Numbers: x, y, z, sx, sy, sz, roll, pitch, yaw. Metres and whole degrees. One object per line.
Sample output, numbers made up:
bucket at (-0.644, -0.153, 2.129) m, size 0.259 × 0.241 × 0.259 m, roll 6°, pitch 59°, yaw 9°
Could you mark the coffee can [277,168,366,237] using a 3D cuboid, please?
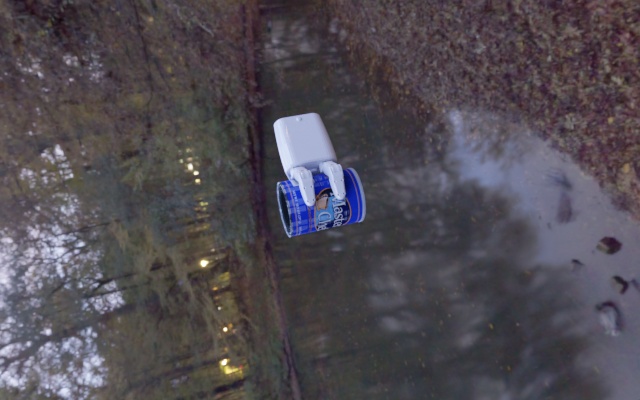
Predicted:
coffee can at (0.000, 0.003, 0.877) m, size 0.140 × 0.103 × 0.103 m, roll -12°, pitch 3°, yaw -13°
